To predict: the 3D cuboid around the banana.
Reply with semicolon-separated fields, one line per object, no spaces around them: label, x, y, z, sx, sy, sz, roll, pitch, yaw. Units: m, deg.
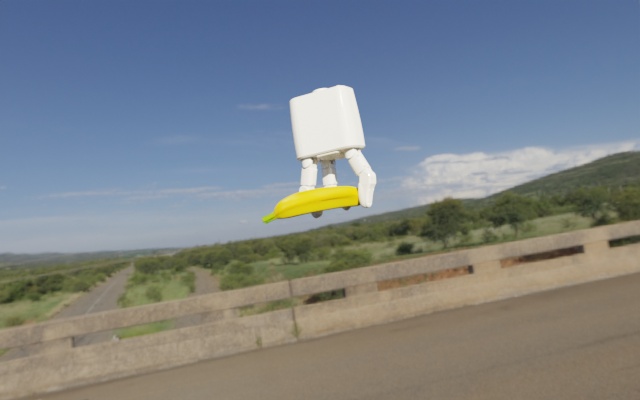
banana;0.006;0.000;0.766;0.198;0.037;0.069;-9;-6;-30
